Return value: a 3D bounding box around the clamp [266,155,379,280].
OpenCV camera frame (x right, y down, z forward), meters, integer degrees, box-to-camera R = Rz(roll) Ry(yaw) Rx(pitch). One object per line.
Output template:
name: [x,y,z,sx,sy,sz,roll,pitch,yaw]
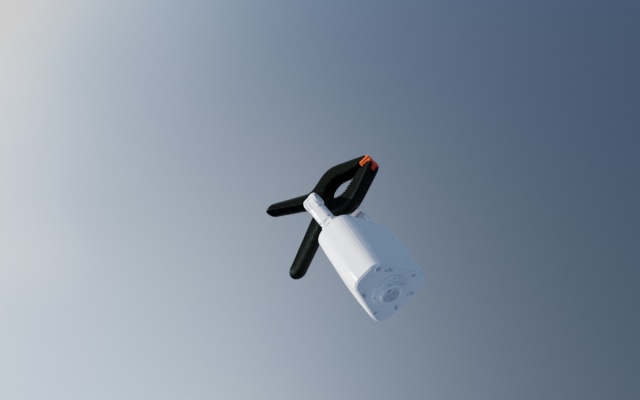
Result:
clamp: [0.000,0.002,0.754,0.036,0.210,0.164,36,11,-41]
